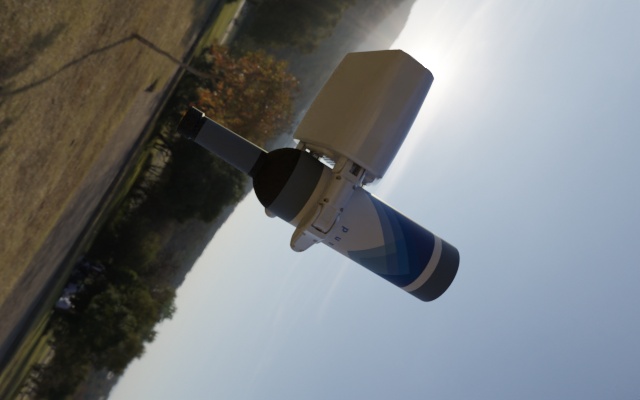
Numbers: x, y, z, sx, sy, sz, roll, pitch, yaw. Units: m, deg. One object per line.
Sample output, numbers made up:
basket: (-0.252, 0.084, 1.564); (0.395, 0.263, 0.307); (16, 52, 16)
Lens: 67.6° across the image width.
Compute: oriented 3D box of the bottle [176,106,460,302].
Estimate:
bottle: (0.000, 0.002, 0.461); (0.296, 0.069, 0.069); (31, -8, -14)
